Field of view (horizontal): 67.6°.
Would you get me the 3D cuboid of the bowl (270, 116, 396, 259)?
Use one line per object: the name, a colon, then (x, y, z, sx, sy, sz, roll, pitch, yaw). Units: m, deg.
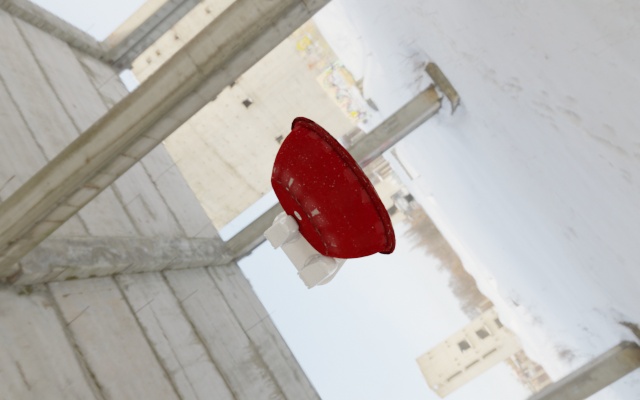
bowl: (0.000, 0.001, 0.461, 0.055, 0.162, 0.162, -35, 9, -13)
